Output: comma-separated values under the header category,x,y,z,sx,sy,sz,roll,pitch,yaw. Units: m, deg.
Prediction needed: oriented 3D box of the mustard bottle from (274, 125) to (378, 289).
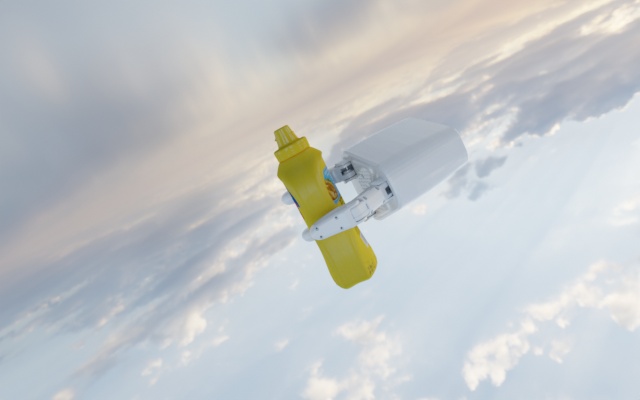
category,x,y,z,sx,sy,sz,roll,pitch,yaw
mustard bottle,0.000,0.002,0.550,0.058,0.192,0.096,-26,11,8
